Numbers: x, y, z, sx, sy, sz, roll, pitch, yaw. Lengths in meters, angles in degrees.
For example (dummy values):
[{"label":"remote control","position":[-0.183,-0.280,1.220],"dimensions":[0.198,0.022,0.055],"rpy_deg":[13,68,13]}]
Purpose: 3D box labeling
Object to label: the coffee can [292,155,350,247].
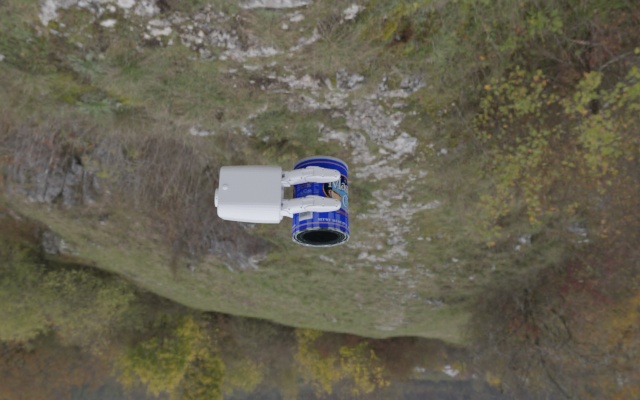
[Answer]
[{"label":"coffee can","position":[0.000,0.003,0.870],"dimensions":[0.103,0.140,0.103],"rpy_deg":[0,-23,0]}]
